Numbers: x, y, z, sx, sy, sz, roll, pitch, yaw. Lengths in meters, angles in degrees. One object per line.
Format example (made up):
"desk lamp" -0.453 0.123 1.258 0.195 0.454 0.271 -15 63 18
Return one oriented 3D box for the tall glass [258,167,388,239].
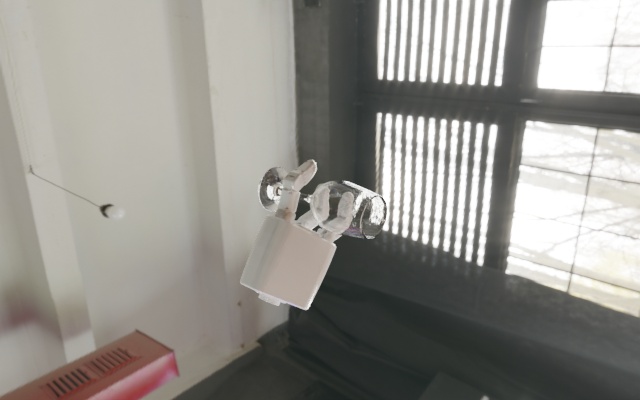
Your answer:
"tall glass" 0.000 0.002 0.714 0.201 0.079 0.079 15 10 39
